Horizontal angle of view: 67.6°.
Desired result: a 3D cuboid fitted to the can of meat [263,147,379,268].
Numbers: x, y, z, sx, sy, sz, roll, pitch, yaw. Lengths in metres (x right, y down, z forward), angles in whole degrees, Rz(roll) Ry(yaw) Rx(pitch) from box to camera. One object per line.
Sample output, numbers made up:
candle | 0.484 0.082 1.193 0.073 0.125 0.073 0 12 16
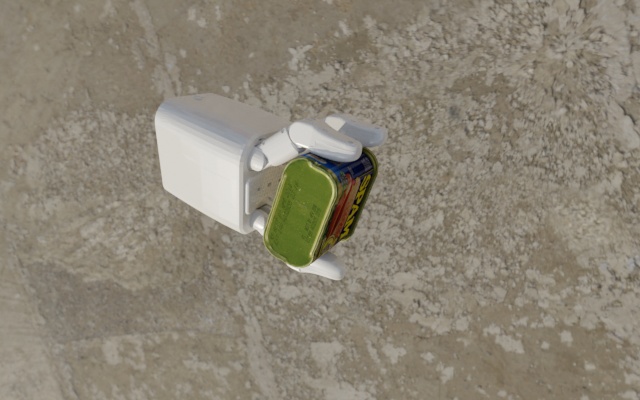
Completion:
can of meat | 0.000 0.002 0.426 0.057 0.102 0.084 29 27 18
